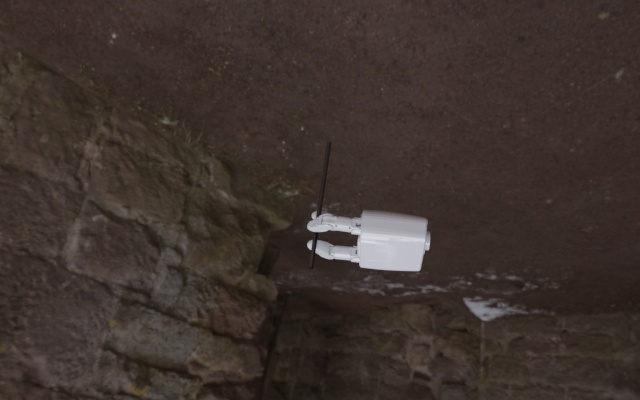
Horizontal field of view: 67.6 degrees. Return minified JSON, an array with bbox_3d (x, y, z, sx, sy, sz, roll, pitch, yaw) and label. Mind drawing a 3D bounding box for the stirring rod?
[{"bbox_3d":[0.000,0.003,0.842,0.011,0.239,0.011,7,-22,3],"label":"stirring rod"}]
